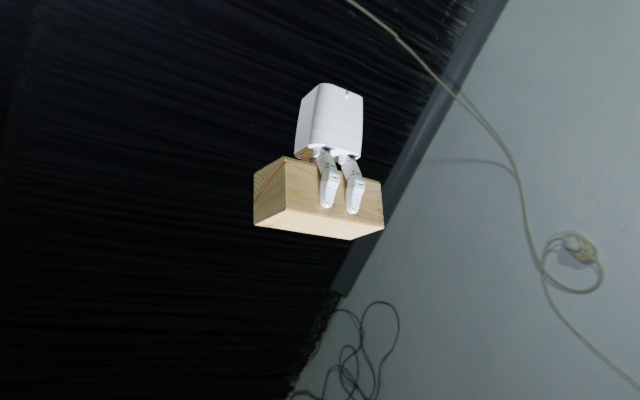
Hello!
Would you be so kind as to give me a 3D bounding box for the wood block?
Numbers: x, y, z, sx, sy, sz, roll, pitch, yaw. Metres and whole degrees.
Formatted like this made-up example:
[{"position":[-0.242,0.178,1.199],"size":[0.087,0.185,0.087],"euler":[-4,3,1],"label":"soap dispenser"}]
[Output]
[{"position":[0.000,0.002,0.796],"size":[0.206,0.090,0.091],"euler":[12,-23,-37],"label":"wood block"}]
